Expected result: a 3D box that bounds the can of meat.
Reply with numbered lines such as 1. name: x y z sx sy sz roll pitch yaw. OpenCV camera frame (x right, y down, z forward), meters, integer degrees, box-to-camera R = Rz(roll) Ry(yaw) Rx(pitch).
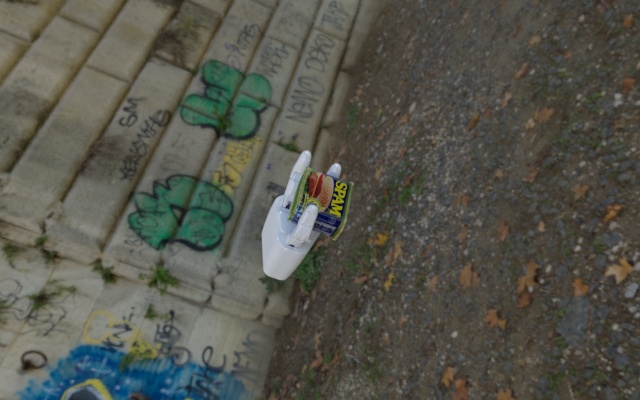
1. can of meat: 0.000 0.002 0.778 0.084 0.102 0.057 21 -36 -9
